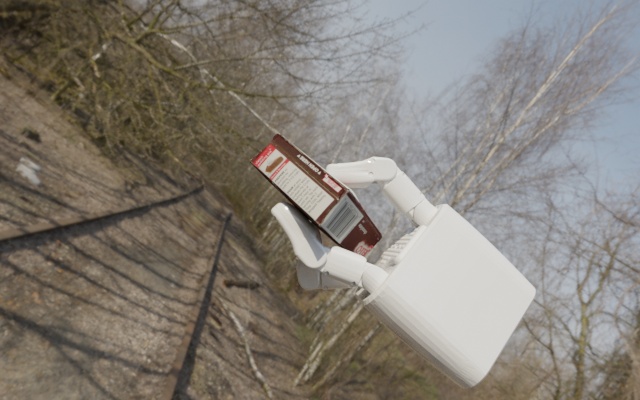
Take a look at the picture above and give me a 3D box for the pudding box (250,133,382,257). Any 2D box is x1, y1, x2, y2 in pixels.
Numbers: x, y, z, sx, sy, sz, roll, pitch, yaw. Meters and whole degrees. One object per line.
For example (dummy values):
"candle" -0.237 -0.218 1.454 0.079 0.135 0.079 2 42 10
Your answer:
"pudding box" 0.000 0.001 0.416 0.090 0.039 0.113 40 -6 30
